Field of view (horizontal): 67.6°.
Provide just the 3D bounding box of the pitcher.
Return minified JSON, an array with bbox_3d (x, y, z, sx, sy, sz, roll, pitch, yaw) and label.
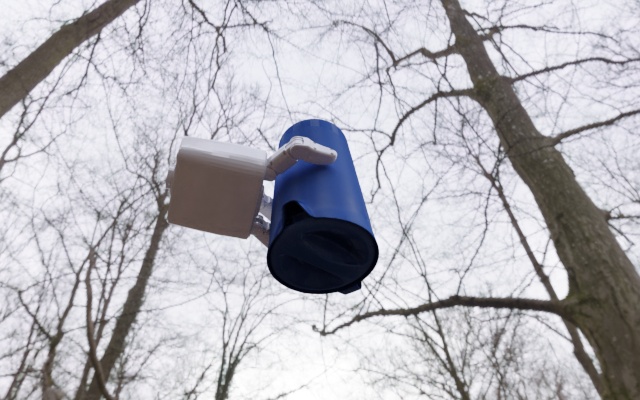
[{"bbox_3d":[0.000,0.002,0.652,0.145,0.149,0.242,11,39,-13],"label":"pitcher"}]
